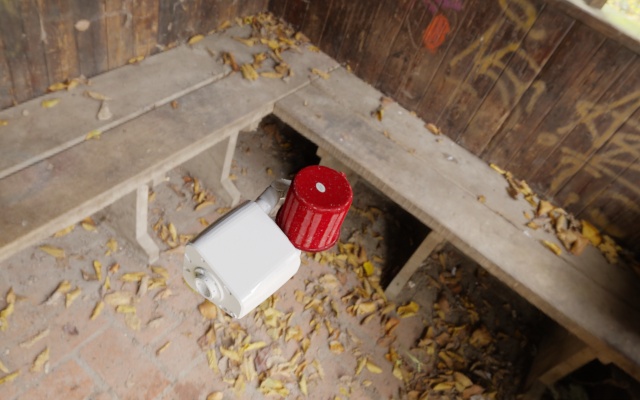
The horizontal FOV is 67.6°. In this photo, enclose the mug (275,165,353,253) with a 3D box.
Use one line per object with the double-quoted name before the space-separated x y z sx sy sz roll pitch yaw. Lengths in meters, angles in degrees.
"mug" 0.001 0.001 0.637 0.093 0.082 0.117 37 49 13
